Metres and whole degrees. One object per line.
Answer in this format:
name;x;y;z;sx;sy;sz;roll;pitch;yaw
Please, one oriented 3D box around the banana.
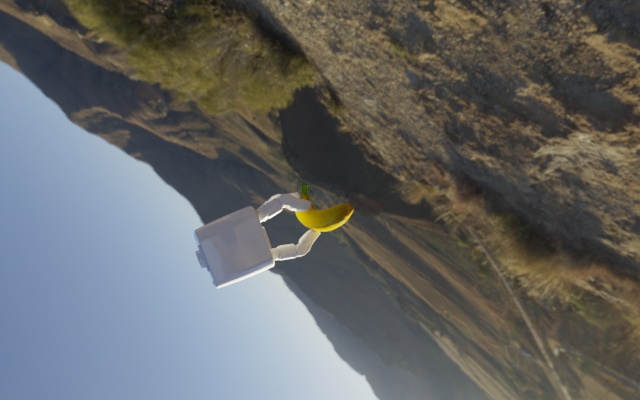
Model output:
banana;-0.004;0.020;0.843;0.037;0.069;0.197;2;11;-27
